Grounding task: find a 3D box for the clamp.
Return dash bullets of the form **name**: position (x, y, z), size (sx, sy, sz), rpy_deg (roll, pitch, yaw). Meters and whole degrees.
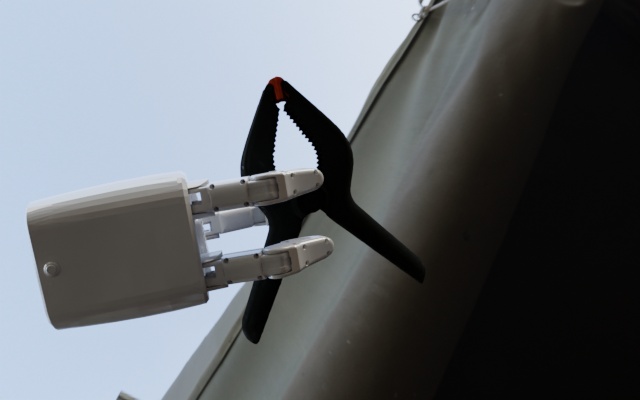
- **clamp**: position (0.000, 0.001, 0.401), size (0.164, 0.210, 0.036), rpy_deg (-11, 6, -13)
